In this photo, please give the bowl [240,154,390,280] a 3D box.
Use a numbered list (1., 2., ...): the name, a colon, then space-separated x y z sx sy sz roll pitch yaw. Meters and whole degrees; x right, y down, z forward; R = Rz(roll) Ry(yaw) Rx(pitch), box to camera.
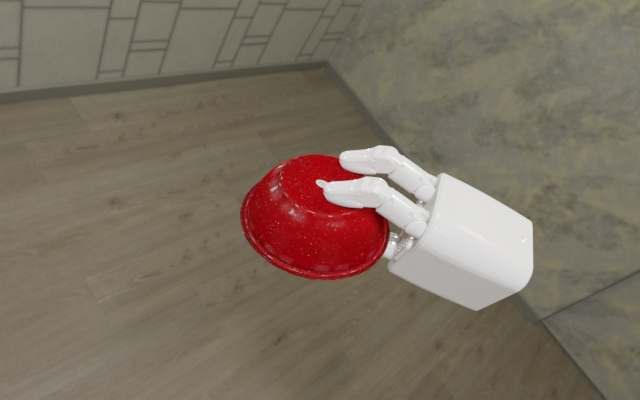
1. bowl: -0.001 0.001 0.493 0.162 0.055 0.162 7 43 -7
